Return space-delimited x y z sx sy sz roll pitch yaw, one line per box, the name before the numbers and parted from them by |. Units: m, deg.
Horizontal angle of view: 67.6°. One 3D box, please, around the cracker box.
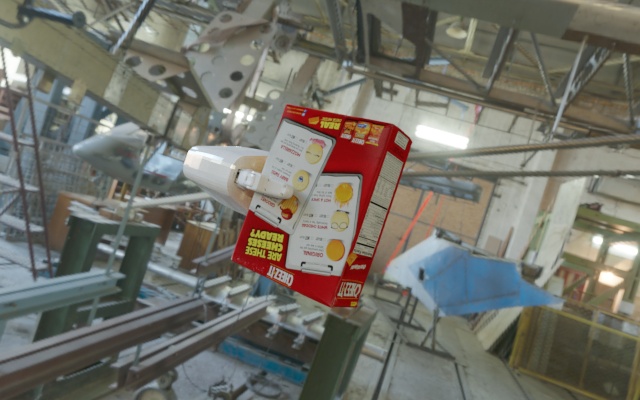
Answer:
cracker box | 0.000 0.002 0.586 0.164 0.213 0.072 18 -1 35
